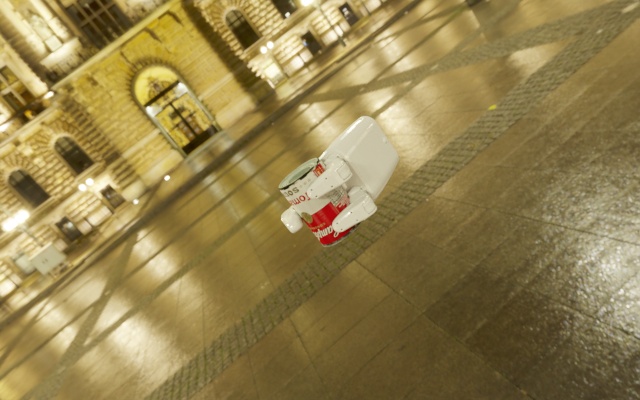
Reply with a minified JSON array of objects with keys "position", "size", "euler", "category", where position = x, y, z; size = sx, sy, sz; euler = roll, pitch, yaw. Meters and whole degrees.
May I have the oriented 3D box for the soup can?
[{"position":[0.000,0.002,0.642],"size":[0.068,0.102,0.068],"euler":[-34,15,11],"category":"soup can"}]
